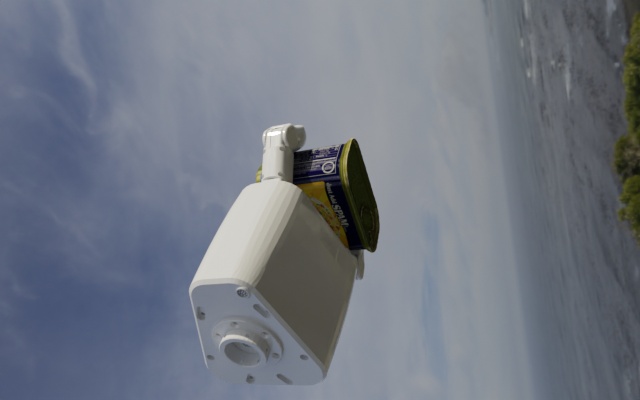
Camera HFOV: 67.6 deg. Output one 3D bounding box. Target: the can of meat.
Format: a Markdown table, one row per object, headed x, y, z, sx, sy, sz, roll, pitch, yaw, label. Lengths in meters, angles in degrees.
| x | y | z | sx | sy | sz | roll | pitch | yaw | label |
| --- | --- | --- | --- | --- | --- | --- | --- | --- | --- |
| 0.000 | 0.001 | 0.429 | 0.084 | 0.102 | 0.057 | -7 | 36 | 20 | can of meat |
